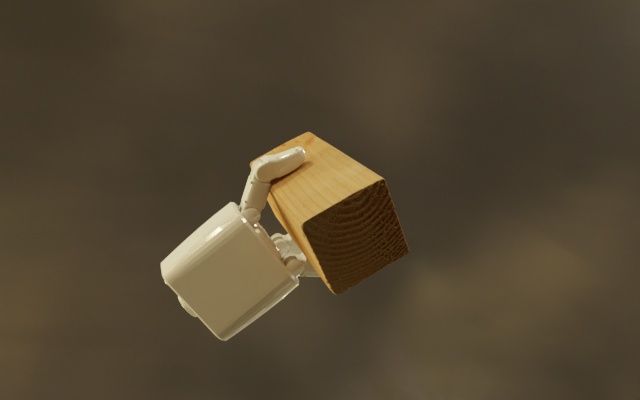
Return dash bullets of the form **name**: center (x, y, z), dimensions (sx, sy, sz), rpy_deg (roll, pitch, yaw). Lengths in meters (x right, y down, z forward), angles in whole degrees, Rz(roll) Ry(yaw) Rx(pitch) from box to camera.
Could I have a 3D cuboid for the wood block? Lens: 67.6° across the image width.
- **wood block**: center (0.000, 0.002, 0.533), dimensions (0.090, 0.091, 0.206), rpy_deg (-29, 28, -10)
